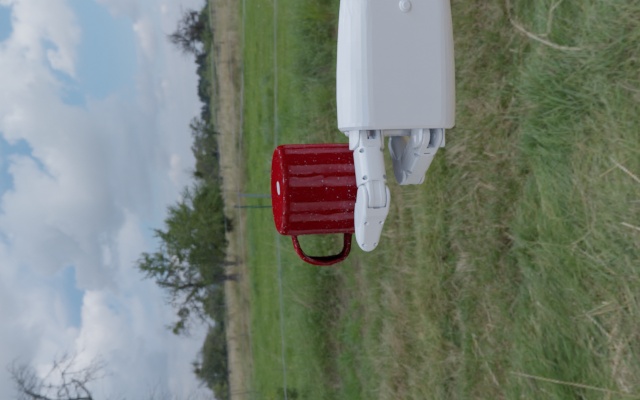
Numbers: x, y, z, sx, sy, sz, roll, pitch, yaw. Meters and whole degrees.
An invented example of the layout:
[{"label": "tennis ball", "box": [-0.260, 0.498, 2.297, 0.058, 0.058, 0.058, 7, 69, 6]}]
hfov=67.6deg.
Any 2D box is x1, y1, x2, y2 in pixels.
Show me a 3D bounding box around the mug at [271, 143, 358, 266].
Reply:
[{"label": "mug", "box": [0.000, 0.003, 0.435, 0.081, 0.117, 0.093, -2, 6, -13]}]
